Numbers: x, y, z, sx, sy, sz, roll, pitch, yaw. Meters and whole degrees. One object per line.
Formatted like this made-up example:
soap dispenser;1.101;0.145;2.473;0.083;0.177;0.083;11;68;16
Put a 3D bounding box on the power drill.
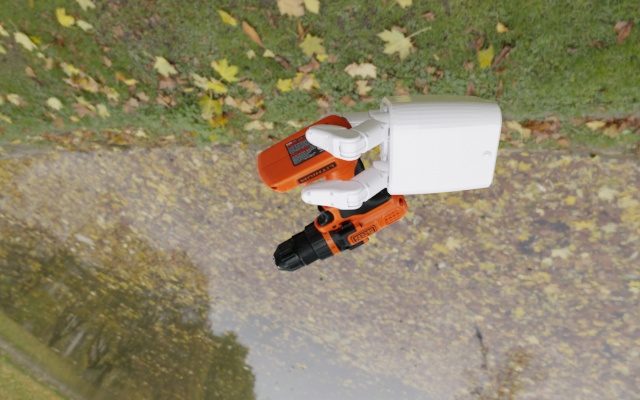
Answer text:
power drill;0.000;0.001;0.553;0.184;0.057;0.188;-29;-37;3
